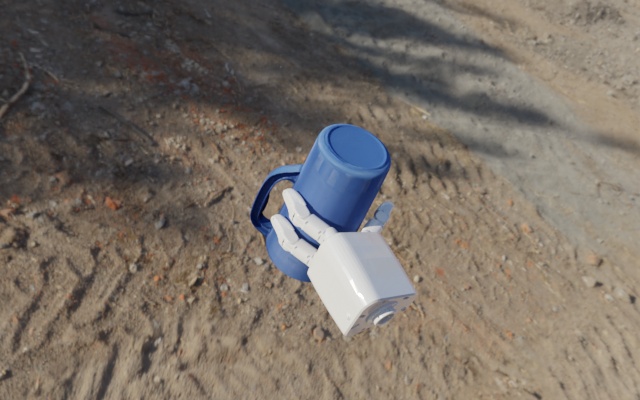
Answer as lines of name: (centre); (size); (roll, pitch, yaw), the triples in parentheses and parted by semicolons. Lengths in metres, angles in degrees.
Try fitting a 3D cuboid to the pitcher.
pitcher: (0.000, 0.003, 0.724); (0.149, 0.145, 0.243); (-10, -36, -33)
